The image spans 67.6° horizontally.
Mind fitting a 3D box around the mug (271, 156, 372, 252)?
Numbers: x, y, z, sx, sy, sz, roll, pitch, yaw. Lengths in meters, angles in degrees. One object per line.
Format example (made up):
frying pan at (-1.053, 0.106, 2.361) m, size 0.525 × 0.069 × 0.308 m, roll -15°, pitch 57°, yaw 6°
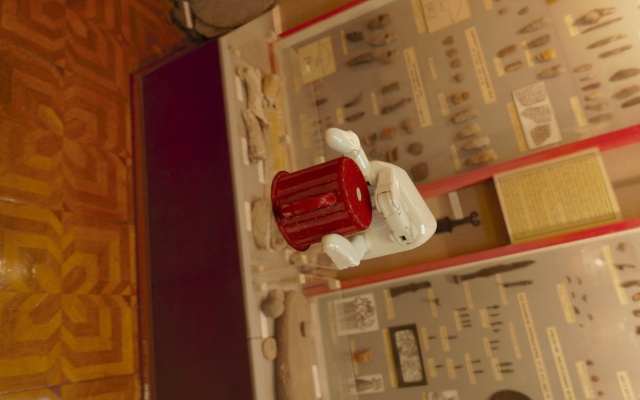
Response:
mug at (0.000, 0.002, 0.504) m, size 0.081 × 0.093 × 0.117 m, roll -16°, pitch -5°, yaw 23°
